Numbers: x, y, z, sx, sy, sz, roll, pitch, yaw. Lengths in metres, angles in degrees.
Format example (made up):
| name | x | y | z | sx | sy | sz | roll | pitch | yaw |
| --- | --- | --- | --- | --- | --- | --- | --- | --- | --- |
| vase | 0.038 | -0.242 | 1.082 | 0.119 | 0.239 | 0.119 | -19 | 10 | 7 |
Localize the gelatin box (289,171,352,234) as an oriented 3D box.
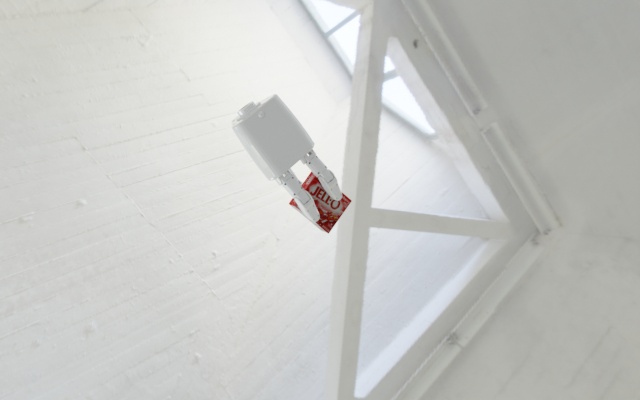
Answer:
| name | x | y | z | sx | sy | sz | roll | pitch | yaw |
| --- | --- | --- | --- | --- | --- | --- | --- | --- | --- |
| gelatin box | 0.000 | 0.003 | 0.828 | 0.089 | 0.073 | 0.030 | 41 | -11 | -27 |
